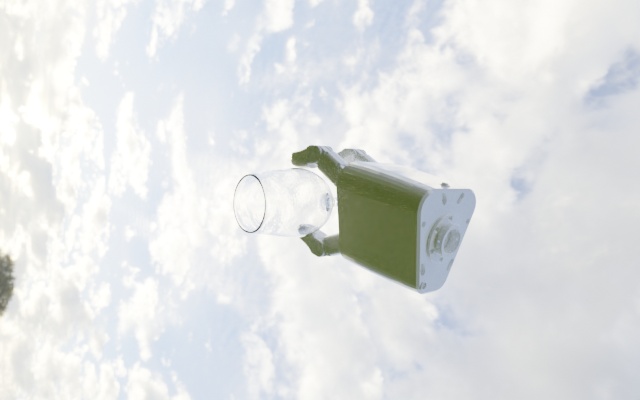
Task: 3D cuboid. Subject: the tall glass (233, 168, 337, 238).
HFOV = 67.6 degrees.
[{"bbox_3d":[0.000,0.002,0.560,0.201,0.079,0.079,-1,1,-41],"label":"tall glass"}]
